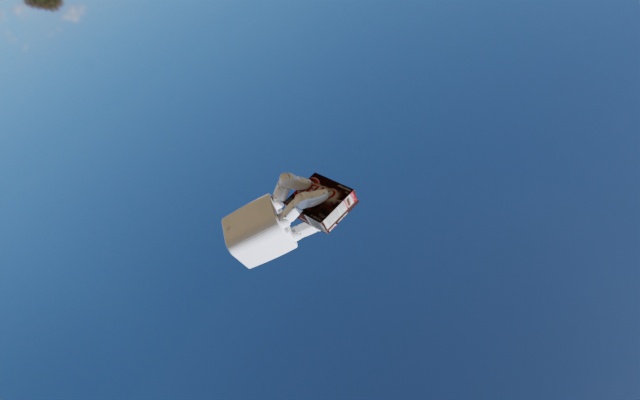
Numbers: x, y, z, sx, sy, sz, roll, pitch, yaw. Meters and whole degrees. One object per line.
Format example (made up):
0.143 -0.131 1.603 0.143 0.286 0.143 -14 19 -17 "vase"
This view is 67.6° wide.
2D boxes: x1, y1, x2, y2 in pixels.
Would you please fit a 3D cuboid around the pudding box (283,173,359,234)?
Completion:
0.000 0.003 0.877 0.113 0.090 0.039 27 -25 42 "pudding box"
